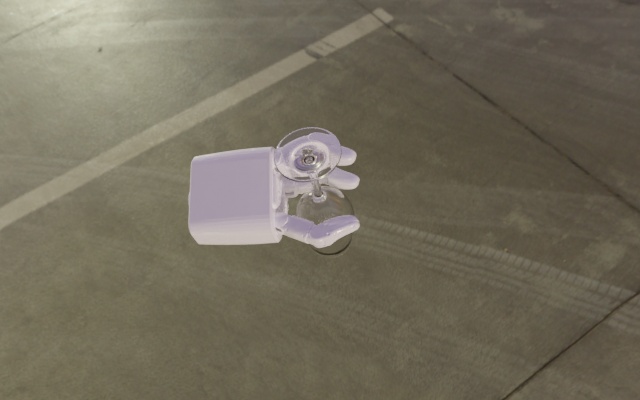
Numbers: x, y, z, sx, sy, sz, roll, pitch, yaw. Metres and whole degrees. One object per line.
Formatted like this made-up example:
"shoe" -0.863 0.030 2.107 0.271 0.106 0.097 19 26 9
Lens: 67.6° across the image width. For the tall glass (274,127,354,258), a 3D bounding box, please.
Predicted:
"tall glass" 0.000 0.002 0.597 0.079 0.079 0.201 0 -32 10
